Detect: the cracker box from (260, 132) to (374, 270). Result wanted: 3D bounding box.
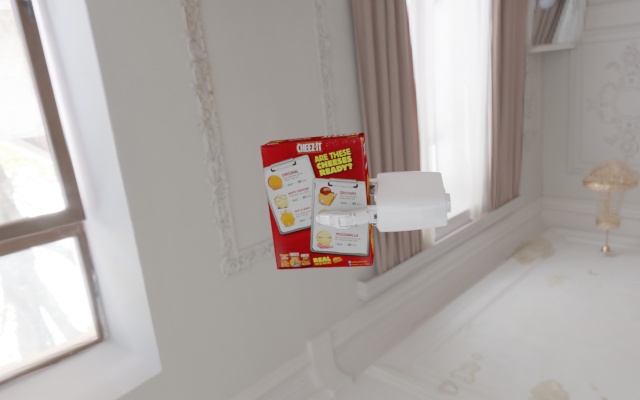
[{"bbox_3d":[0.000,0.003,0.791,0.164,0.214,0.072,-4,15,10],"label":"cracker box"}]
